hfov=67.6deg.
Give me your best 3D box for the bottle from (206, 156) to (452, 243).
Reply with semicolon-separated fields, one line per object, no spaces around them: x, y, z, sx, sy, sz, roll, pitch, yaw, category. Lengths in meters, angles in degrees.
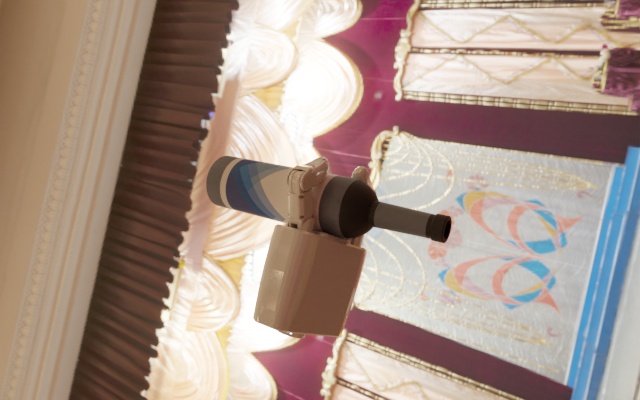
0.000;0.002;0.540;0.295;0.069;0.069;12;6;31;bottle
